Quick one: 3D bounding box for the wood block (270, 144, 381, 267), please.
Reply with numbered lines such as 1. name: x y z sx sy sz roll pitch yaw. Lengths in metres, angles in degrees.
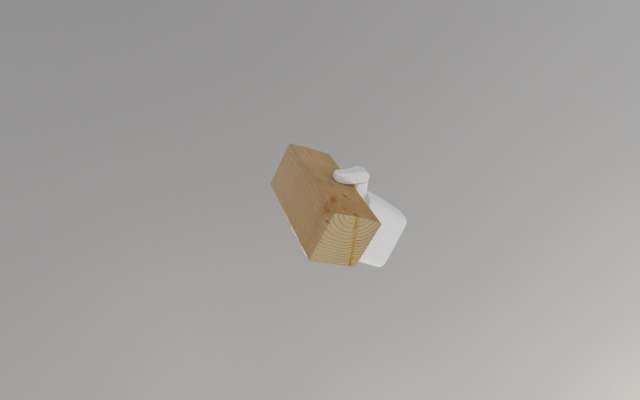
1. wood block: 0.001 0.002 0.778 0.090 0.091 0.206 13 28 -32
